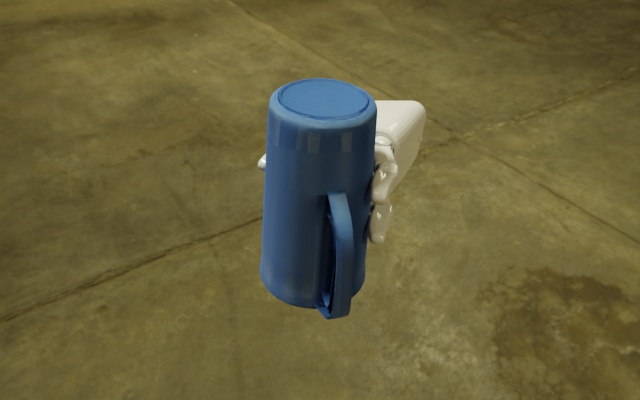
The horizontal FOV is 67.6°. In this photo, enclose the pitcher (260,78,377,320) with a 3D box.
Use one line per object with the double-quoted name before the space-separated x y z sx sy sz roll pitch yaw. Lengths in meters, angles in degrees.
"pitcher" 0.000 0.002 0.529 0.149 0.243 0.145 21 40 22
